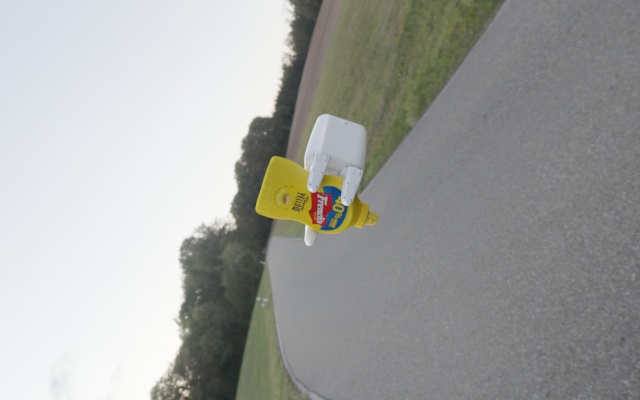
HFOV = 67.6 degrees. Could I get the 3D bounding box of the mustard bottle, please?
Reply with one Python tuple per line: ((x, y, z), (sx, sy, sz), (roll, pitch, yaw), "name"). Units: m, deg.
((0.000, 0.003, 0.760), (0.191, 0.096, 0.058), (18, 24, -6), "mustard bottle")
